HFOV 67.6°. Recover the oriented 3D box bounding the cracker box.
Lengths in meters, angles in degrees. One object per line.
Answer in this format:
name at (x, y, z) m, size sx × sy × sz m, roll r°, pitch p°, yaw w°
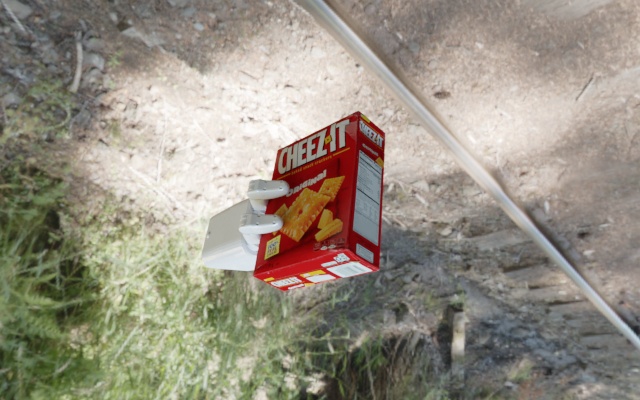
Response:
cracker box at (0.000, 0.002, 0.652) m, size 0.164 × 0.213 × 0.072 m, roll -20°, pitch -39°, yaw 37°
